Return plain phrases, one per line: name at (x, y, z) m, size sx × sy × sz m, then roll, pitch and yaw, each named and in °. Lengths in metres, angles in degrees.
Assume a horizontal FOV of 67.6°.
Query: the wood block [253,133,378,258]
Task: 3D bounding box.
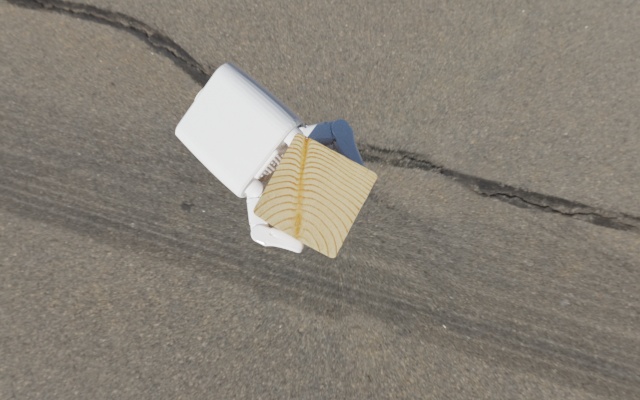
wood block at (0.000, 0.002, 0.544) m, size 0.090 × 0.091 × 0.206 m, roll 29°, pitch -2°, yaw 4°
